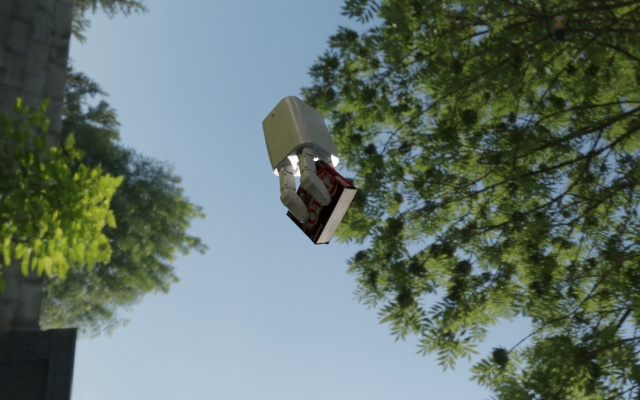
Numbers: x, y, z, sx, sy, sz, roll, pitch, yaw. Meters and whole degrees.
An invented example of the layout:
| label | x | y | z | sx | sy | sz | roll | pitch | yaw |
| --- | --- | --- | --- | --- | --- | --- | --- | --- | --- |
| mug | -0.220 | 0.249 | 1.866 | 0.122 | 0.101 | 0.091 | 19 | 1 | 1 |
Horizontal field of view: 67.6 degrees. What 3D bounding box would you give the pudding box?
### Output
| label | x | y | z | sx | sy | sz | roll | pitch | yaw |
| --- | --- | --- | --- | --- | --- | --- | --- | --- | --- |
| pudding box | 0.000 | 0.003 | 0.786 | 0.039 | 0.113 | 0.090 | 3 | 30 | -43 |
